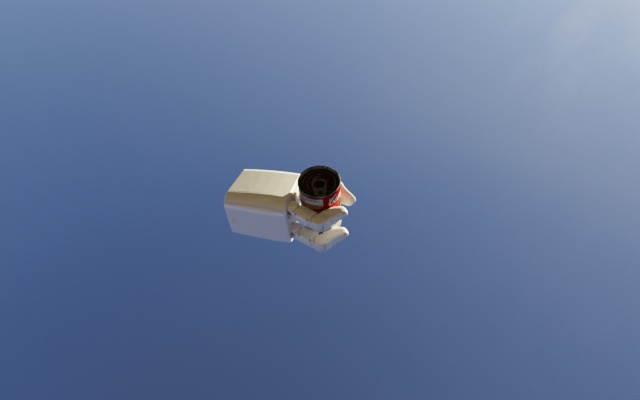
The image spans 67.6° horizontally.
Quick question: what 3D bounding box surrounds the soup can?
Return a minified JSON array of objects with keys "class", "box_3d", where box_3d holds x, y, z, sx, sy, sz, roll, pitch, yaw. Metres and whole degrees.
[{"class":"soup can","box_3d":[0.001,0.003,0.780,0.068,0.068,0.102,0,-41,4]}]
